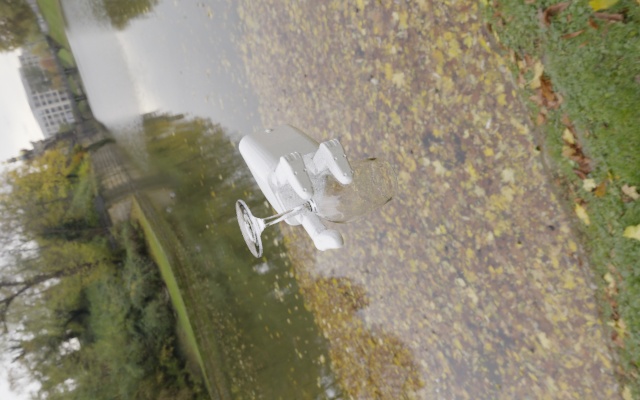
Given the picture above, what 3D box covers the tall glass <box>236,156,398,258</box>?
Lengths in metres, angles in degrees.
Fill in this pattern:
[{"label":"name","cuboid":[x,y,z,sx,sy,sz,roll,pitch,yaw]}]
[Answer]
[{"label":"tall glass","cuboid":[0.000,0.002,0.605,0.201,0.079,0.079,-20,8,-22]}]
